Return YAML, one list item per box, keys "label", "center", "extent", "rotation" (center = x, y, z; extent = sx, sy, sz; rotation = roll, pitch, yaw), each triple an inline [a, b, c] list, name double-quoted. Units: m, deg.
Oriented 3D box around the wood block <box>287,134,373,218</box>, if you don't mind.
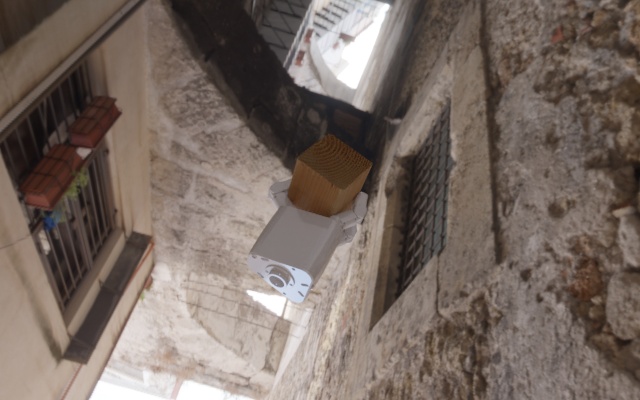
- label: "wood block"
  center: [0.000, 0.003, 0.808]
  extent: [0.091, 0.206, 0.090]
  rotation: [37, 50, 14]
